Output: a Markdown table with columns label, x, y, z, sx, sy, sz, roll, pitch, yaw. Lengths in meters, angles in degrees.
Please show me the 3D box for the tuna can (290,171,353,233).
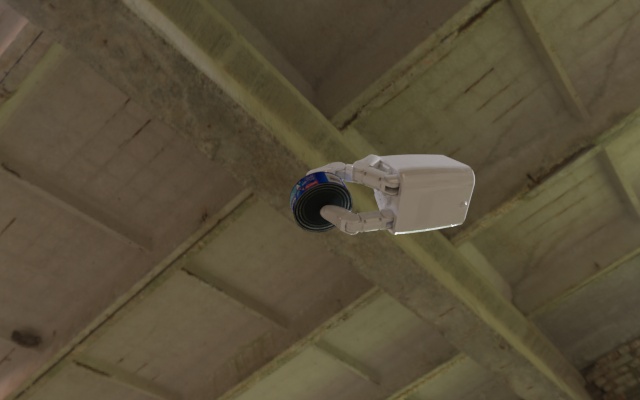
| label | x | y | z | sx | sy | sz | roll | pitch | yaw |
| --- | --- | --- | --- | --- | --- | --- | --- | --- | --- |
| tuna can | 0.000 | 0.002 | 0.674 | 0.086 | 0.086 | 0.033 | 0 | 36 | -19 |
